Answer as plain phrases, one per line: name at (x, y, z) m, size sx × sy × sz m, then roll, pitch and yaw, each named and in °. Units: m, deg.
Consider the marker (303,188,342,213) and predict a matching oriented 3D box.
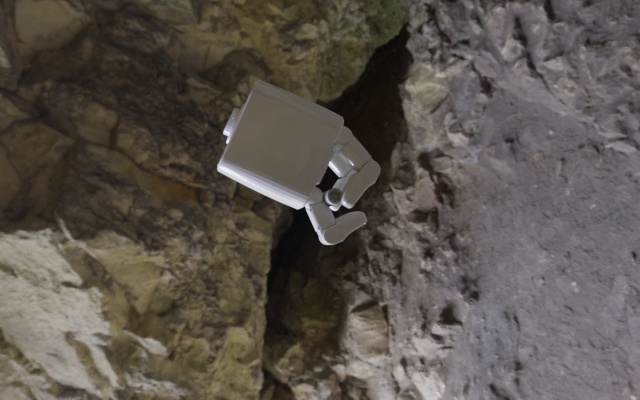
marker at (0.000, 0.002, 0.587) m, size 0.020 × 0.020 × 0.121 m, roll 0°, pitch -6°, yaw -16°
